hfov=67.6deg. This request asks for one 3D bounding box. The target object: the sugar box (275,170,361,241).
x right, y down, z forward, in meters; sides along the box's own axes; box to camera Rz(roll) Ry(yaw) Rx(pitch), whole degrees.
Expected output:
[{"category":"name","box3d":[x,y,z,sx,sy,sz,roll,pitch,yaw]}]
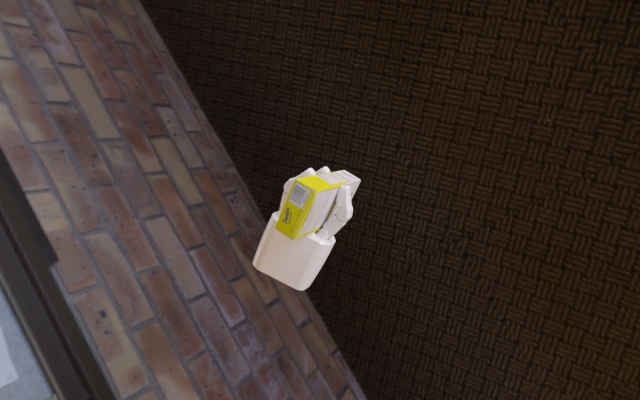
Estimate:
[{"category":"sugar box","box3d":[0.000,0.003,0.808,0.048,0.093,0.176,31,20,18]}]
